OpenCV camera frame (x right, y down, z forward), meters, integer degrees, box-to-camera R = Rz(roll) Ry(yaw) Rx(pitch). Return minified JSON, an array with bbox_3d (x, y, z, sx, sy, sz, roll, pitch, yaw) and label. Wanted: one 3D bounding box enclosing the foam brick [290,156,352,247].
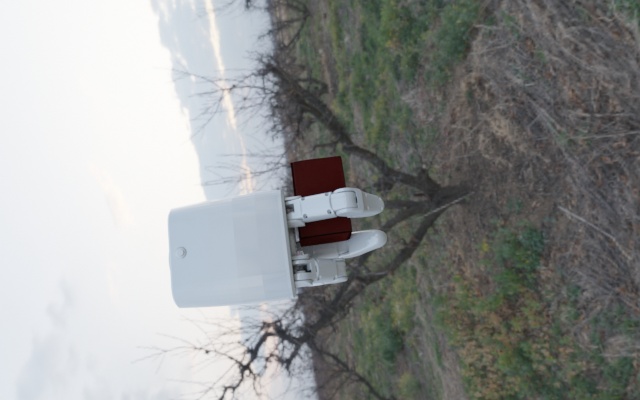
[{"bbox_3d":[0.000,0.001,0.474,0.051,0.078,0.053,-7,-14,-1],"label":"foam brick"}]
